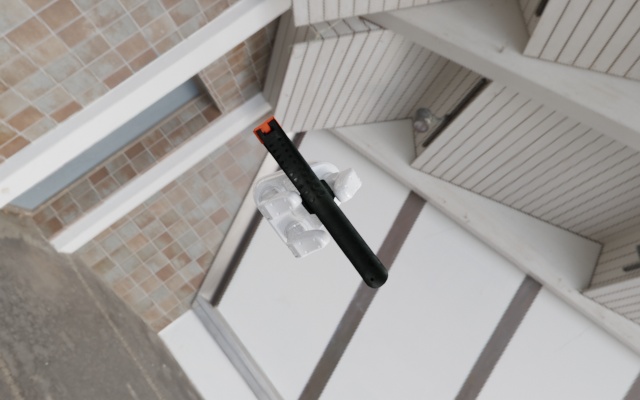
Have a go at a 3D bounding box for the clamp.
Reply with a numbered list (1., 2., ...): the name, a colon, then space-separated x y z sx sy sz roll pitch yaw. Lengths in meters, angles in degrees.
1. clamp: 0.000 0.001 0.524 0.036 0.210 0.164 -36 13 -3
